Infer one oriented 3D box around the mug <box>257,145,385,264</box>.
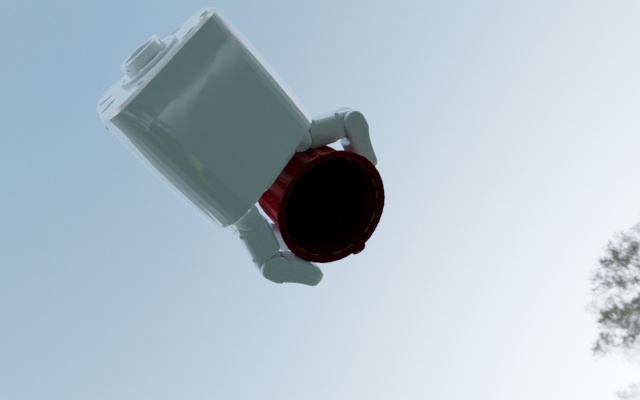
[{"bbox_3d":[0.001,0.002,0.409,0.117,0.093,0.081,50,-7,-33],"label":"mug"}]
